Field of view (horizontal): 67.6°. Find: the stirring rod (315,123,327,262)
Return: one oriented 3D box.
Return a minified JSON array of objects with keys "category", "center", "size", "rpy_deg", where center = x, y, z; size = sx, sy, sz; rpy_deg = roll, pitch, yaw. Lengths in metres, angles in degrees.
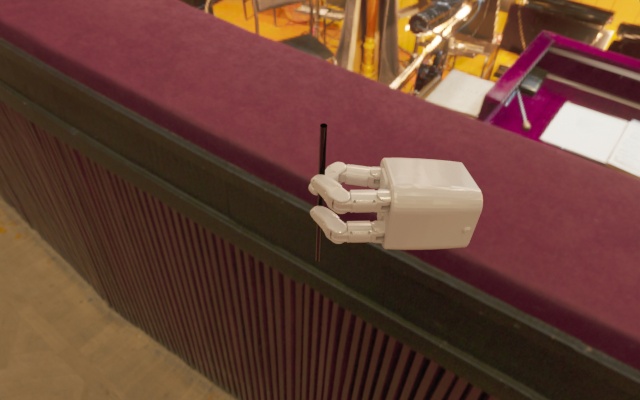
[{"category":"stirring rod","center":[0.000,0.002,0.611],"size":[0.011,0.011,0.240],"rpy_deg":[1,-45,-1]}]
